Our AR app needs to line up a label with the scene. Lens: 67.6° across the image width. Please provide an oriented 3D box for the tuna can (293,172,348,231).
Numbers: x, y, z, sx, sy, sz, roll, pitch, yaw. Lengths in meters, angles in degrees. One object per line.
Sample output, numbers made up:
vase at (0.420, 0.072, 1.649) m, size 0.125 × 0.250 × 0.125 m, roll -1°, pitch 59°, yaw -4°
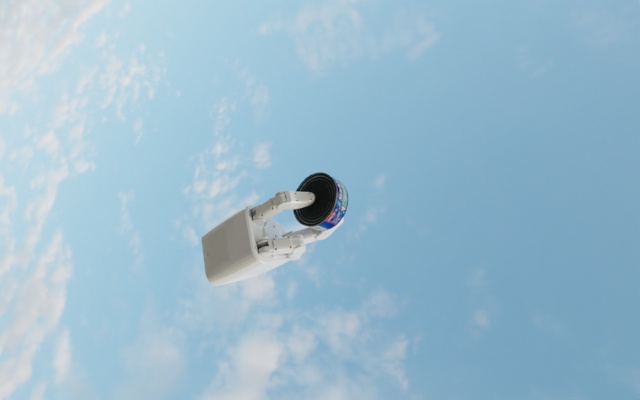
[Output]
tuna can at (0.001, 0.003, 0.730) m, size 0.086 × 0.086 × 0.034 m, roll 0°, pitch -17°, yaw 40°
